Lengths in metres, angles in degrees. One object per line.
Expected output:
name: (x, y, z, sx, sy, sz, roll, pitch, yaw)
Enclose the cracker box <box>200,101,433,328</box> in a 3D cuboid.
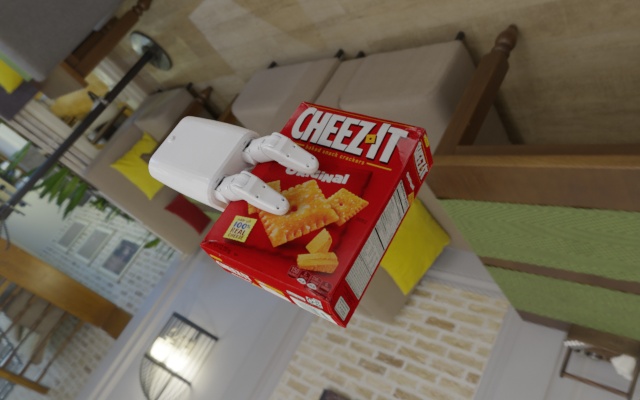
cracker box: (0.000, 0.002, 0.514, 0.164, 0.213, 0.072, 19, -24, 29)
